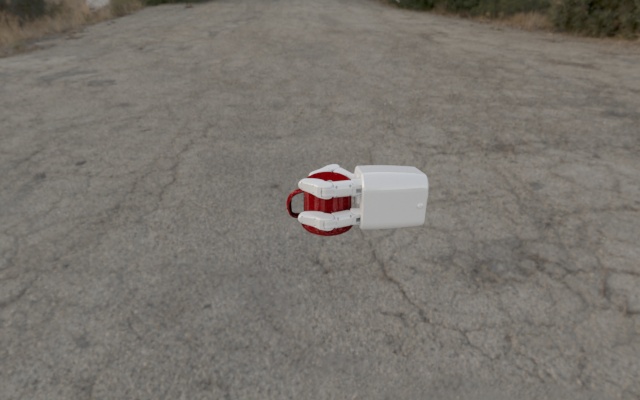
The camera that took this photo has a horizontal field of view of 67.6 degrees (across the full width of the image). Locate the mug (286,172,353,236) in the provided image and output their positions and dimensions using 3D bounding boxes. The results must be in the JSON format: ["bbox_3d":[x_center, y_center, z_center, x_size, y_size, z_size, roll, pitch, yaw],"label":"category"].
[{"bbox_3d":[-0.001,0.003,0.818,0.117,0.081,0.093,-2,29,-3],"label":"mug"}]
